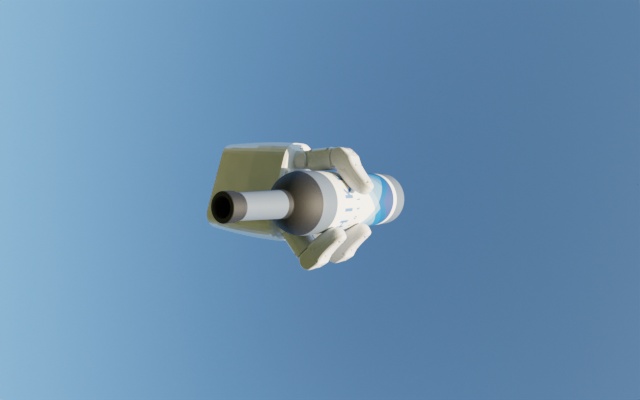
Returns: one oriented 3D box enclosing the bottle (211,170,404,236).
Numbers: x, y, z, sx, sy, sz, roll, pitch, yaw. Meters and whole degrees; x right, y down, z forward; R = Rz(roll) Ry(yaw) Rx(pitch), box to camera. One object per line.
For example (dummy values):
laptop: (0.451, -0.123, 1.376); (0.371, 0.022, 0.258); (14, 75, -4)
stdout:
bottle: (0.000, 0.002, 0.516); (0.069, 0.069, 0.296); (0, 2, 34)
